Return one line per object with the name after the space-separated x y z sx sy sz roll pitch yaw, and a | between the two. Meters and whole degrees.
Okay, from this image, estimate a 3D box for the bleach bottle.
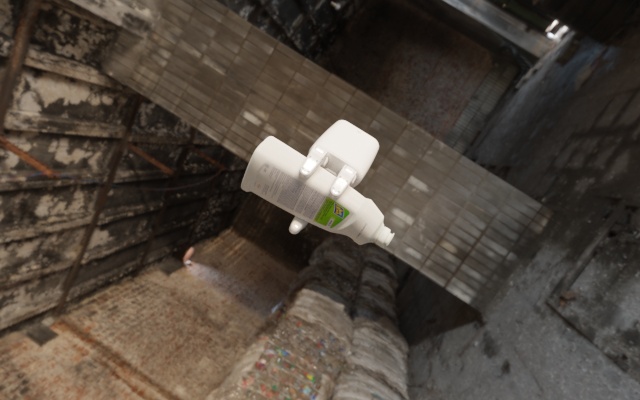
0.000 0.002 0.766 0.251 0.103 0.068 32 43 3 | bleach bottle
